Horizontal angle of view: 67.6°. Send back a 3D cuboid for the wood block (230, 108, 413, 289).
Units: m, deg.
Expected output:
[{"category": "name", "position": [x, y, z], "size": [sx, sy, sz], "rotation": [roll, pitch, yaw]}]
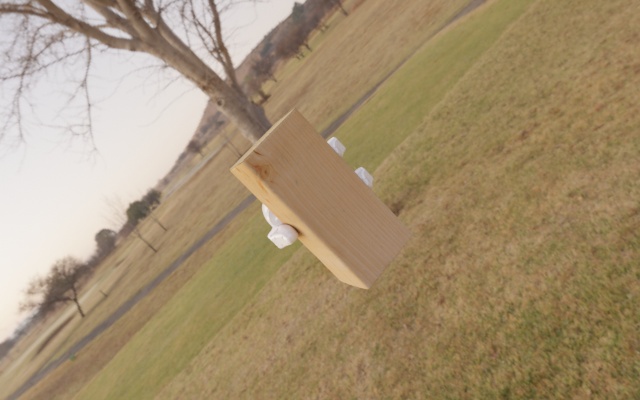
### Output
[{"category": "wood block", "position": [0.000, 0.002, 0.580], "size": [0.206, 0.091, 0.090], "rotation": [46, -16, -12]}]
